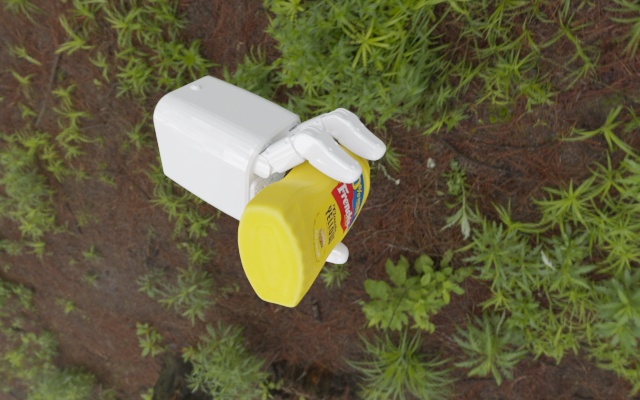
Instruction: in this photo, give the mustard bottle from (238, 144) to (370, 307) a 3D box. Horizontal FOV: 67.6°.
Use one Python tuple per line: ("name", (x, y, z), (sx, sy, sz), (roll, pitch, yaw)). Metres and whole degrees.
("mustard bottle", (0.000, 0.002, 0.436), (0.058, 0.096, 0.191), (7, 32, 24))
